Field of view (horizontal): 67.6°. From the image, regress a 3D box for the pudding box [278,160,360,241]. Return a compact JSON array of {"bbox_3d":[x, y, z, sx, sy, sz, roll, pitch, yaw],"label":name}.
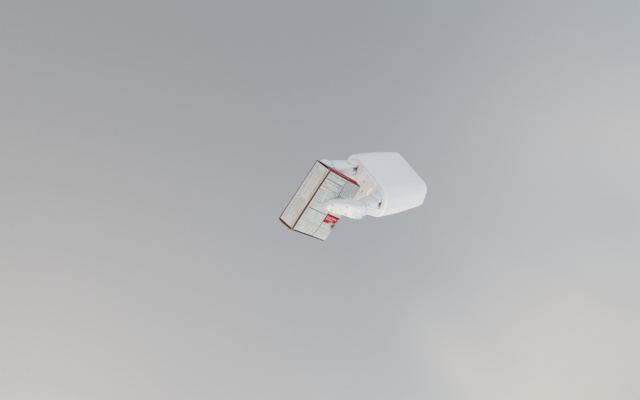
[{"bbox_3d":[0.000,0.003,0.751,0.039,0.113,0.090,37,8,40],"label":"pudding box"}]
